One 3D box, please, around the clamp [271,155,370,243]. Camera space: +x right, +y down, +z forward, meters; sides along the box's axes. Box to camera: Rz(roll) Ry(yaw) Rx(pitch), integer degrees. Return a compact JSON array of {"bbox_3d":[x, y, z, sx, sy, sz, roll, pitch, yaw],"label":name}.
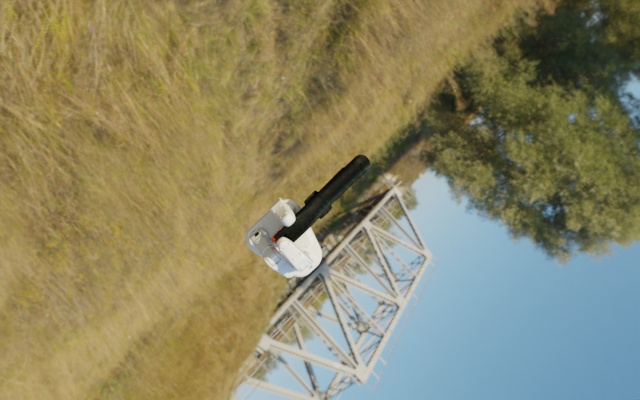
[{"bbox_3d":[0.000,0.003,0.688,0.171,0.039,0.120,-42,-4,-1],"label":"clamp"}]
